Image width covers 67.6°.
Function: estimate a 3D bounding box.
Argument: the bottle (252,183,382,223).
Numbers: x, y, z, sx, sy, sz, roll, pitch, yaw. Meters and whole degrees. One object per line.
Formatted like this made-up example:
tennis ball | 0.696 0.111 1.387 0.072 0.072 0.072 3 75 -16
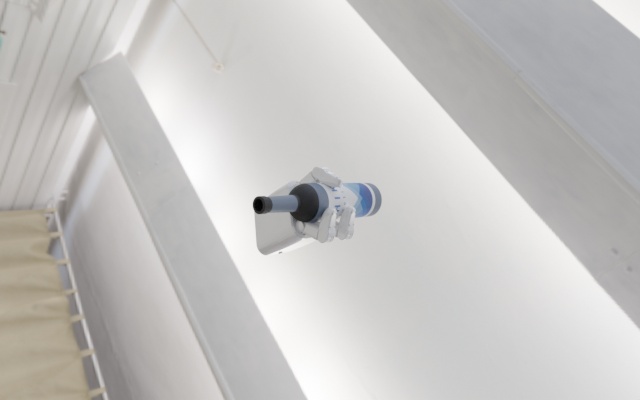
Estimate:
bottle | 0.000 0.003 0.826 0.069 0.069 0.296 0 2 39
